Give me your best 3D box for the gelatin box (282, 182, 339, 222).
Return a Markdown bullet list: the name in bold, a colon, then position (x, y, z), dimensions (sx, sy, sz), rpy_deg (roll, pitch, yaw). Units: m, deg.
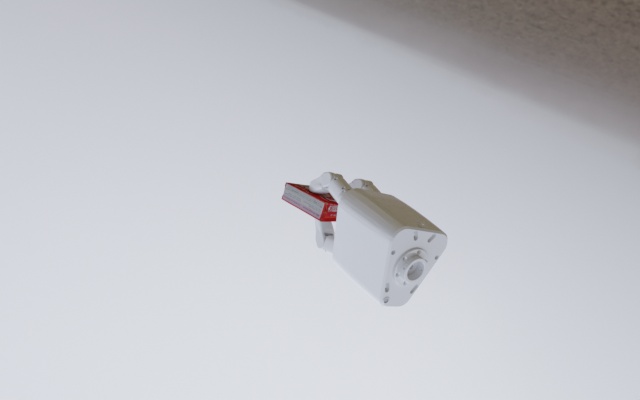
- **gelatin box**: position (0.000, 0.003, 0.689), dimensions (0.089, 0.030, 0.073), rpy_deg (27, 15, 41)
